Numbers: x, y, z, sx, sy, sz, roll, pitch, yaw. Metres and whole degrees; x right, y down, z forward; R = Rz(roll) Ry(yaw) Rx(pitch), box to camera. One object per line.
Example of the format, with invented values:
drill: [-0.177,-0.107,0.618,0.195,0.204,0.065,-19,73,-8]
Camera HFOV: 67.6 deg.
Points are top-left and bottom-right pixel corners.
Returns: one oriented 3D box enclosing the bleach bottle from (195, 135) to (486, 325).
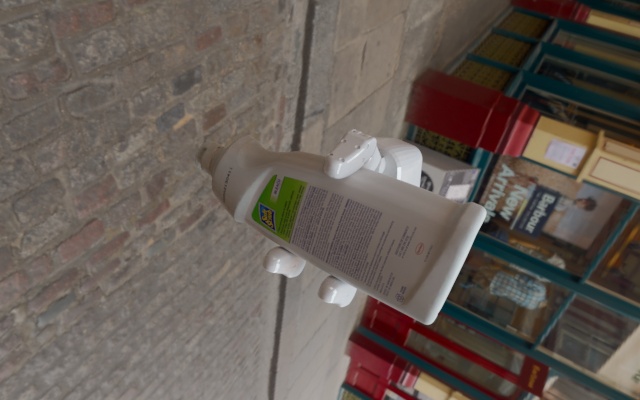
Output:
bleach bottle: [0.000,0.001,0.407,0.251,0.102,0.068,26,20,19]
